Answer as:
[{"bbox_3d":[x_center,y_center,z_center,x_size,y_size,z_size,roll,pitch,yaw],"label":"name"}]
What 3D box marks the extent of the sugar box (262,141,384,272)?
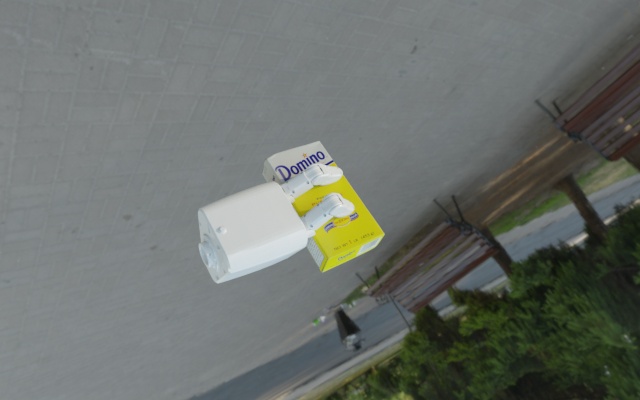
[{"bbox_3d":[0.000,0.002,0.658,0.093,0.176,0.048,-21,-25,-26],"label":"sugar box"}]
